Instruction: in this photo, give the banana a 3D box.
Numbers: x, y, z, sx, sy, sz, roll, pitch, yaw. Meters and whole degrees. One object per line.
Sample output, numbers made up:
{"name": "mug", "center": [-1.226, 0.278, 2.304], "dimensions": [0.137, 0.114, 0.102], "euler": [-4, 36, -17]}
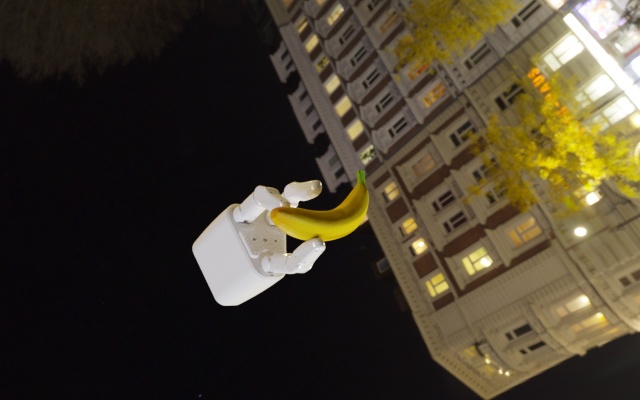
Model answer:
{"name": "banana", "center": [0.012, 0.017, 0.611], "dimensions": [0.037, 0.069, 0.197], "euler": [-34, -5, 38]}
